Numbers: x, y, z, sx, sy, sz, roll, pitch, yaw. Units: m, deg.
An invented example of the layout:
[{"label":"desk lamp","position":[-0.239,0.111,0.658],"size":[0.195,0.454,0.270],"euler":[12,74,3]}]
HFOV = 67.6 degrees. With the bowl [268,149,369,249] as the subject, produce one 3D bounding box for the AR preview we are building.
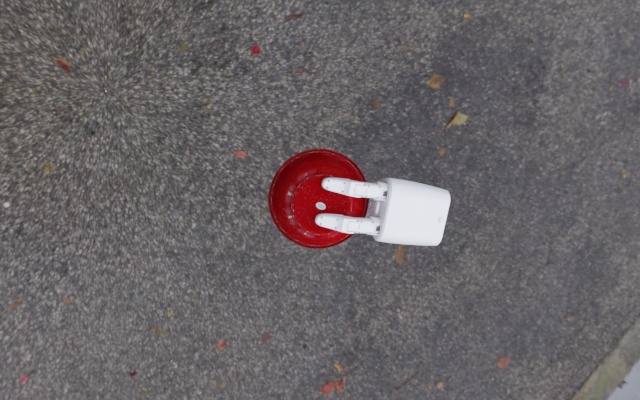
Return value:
[{"label":"bowl","position":[-0.001,0.003,0.735],"size":[0.162,0.162,0.055],"euler":[0,9,-5]}]
